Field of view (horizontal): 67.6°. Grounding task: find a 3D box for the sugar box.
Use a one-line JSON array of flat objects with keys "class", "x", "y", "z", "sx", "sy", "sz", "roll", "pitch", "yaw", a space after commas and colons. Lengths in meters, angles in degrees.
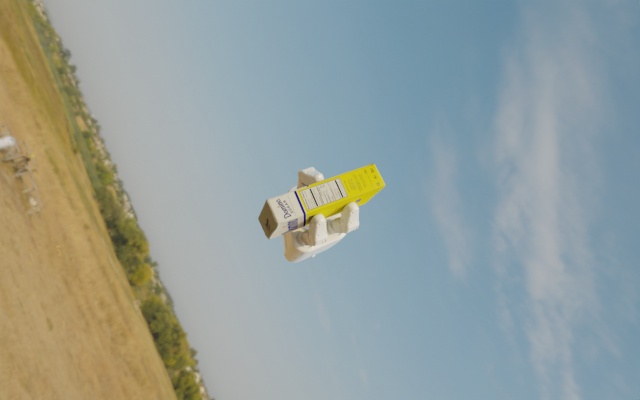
[{"class": "sugar box", "x": 0.000, "y": 0.003, "z": 0.713, "sx": 0.176, "sy": 0.048, "sz": 0.093, "roll": -22, "pitch": -11, "yaw": -20}]
